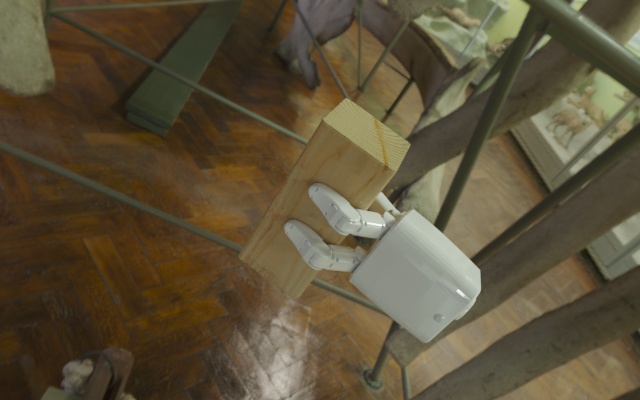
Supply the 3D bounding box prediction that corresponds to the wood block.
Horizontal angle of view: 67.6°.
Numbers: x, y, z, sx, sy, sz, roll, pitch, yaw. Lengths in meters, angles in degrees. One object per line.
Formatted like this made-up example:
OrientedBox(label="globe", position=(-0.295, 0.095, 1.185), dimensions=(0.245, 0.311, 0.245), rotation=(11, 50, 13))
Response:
OrientedBox(label="wood block", position=(0.001, 0.002, 0.543), dimensions=(0.090, 0.206, 0.090), rotation=(36, 32, 1))
